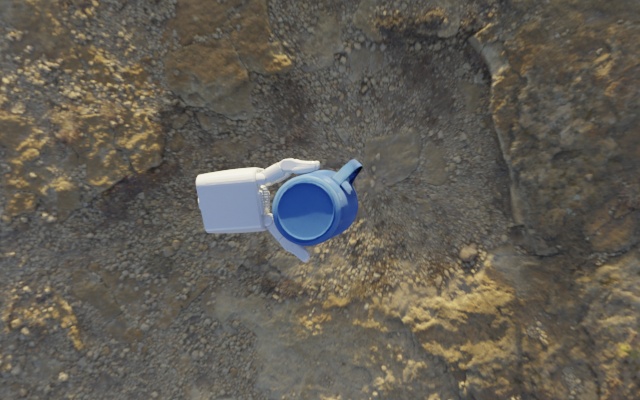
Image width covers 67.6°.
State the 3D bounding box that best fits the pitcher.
[{"bbox_3d":[0.000,0.003,0.831,0.145,0.149,0.243,-2,2,7],"label":"pitcher"}]
